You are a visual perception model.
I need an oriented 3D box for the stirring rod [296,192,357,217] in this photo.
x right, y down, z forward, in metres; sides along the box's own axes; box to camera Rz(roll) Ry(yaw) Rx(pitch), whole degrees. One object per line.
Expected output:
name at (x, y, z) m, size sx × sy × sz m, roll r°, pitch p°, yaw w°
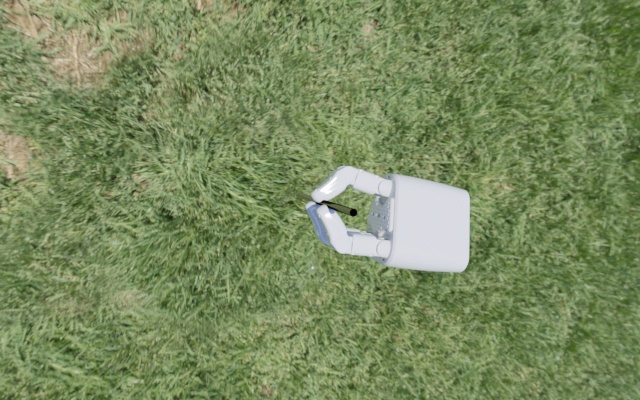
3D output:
stirring rod at (0.000, 0.002, 0.576) m, size 0.011 × 0.011 × 0.239 m, roll 0°, pitch 5°, yaw -15°
